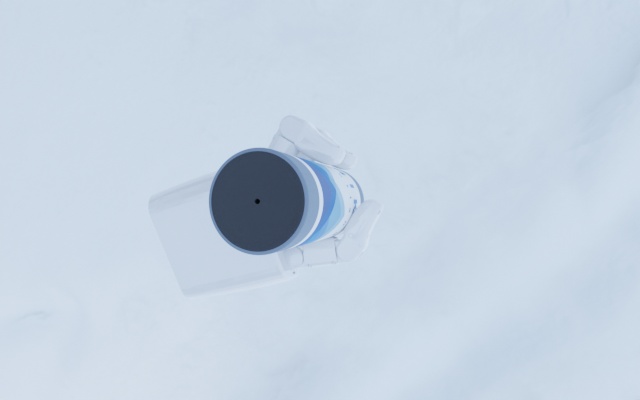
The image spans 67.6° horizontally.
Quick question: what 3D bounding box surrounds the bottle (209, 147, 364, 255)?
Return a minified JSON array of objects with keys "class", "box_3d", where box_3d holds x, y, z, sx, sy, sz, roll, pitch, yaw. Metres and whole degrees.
[{"class":"bottle","box_3d":[0.000,0.001,0.434,0.069,0.069,0.296,0,0,15]}]
